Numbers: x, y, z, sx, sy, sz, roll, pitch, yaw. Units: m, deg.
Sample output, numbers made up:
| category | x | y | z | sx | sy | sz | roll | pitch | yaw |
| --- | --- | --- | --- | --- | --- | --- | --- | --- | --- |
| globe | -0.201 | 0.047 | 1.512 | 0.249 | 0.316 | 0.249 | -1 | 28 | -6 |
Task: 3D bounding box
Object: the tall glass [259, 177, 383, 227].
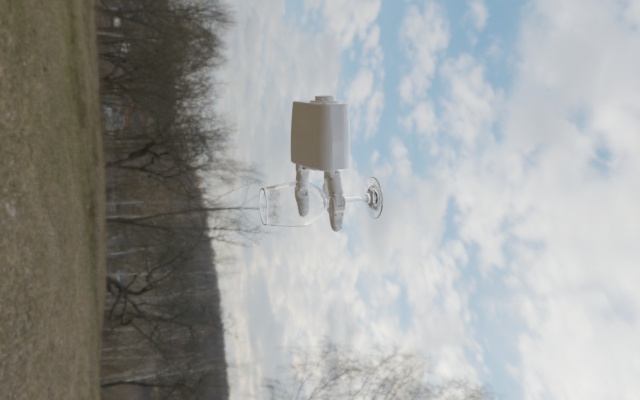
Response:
| category | x | y | z | sx | sy | sz | roll | pitch | yaw |
| --- | --- | --- | --- | --- | --- | --- | --- | --- | --- |
| tall glass | 0.001 | 0.003 | 0.809 | 0.201 | 0.079 | 0.079 | -5 | 2 | -19 |
